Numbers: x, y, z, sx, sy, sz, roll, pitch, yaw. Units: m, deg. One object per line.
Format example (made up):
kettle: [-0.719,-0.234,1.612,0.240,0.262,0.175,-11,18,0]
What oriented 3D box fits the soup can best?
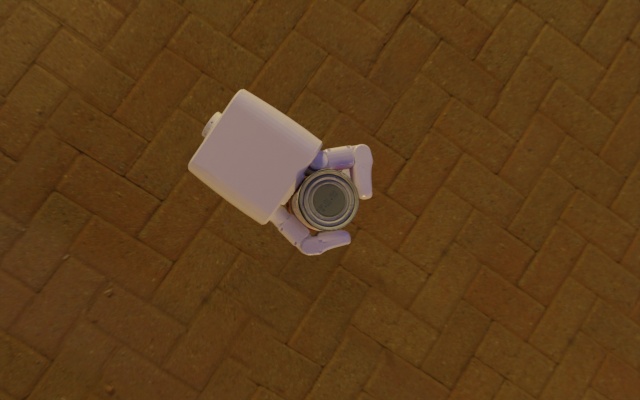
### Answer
soup can: [0.000,0.002,0.549,0.068,0.068,0.102,0,-3,-11]
